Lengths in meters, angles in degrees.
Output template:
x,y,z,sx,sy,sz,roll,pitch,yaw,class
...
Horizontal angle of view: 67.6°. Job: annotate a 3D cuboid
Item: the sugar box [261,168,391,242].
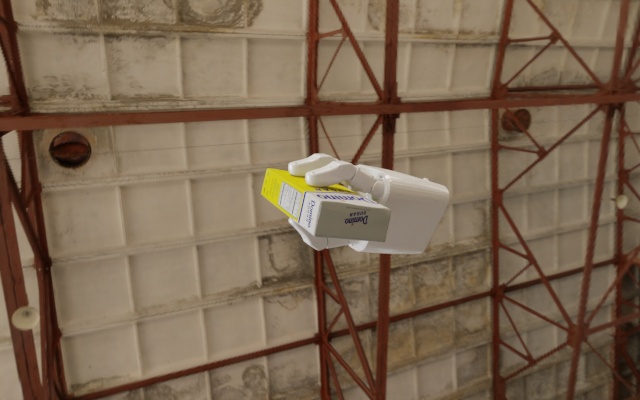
x,y,z,sx,sy,sz,roll,pitch,yaw,class
0.000,0.001,0.584,0.093,0.048,0.176,7,9,-28,sugar box
